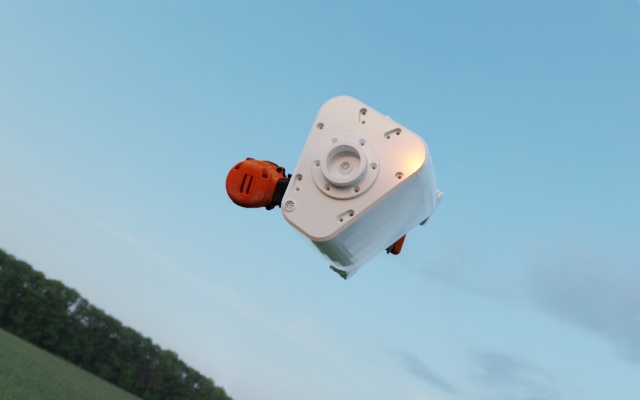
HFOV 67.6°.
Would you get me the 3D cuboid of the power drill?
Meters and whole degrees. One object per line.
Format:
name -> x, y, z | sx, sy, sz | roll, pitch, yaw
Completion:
power drill -> 0.001, 0.002, 0.525 | 0.187, 0.057, 0.184 | 15, 5, 2
